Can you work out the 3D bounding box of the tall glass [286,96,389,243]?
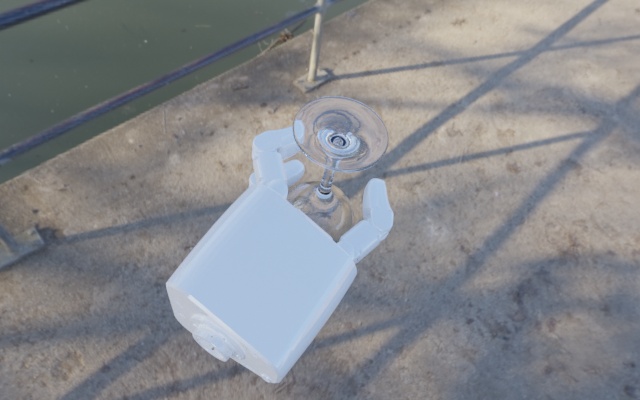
[{"bbox_3d":[0.000,0.001,0.444,0.079,0.079,0.201,0,-32,-10],"label":"tall glass"}]
